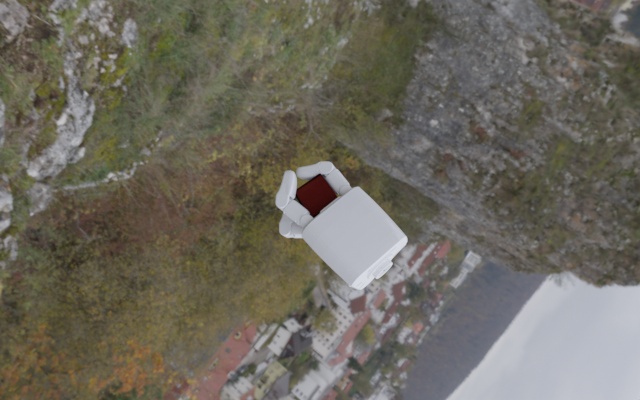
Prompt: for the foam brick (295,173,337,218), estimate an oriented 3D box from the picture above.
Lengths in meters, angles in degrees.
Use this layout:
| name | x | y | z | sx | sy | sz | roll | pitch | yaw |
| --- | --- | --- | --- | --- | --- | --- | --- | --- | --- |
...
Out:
| name | x | y | z | sx | sy | sz | roll | pitch | yaw |
| --- | --- | --- | --- | --- | --- | --- | --- | --- | --- |
| foam brick | 0.000 | 0.002 | 0.738 | 0.053 | 0.051 | 0.078 | -35 | -19 | 3 |
